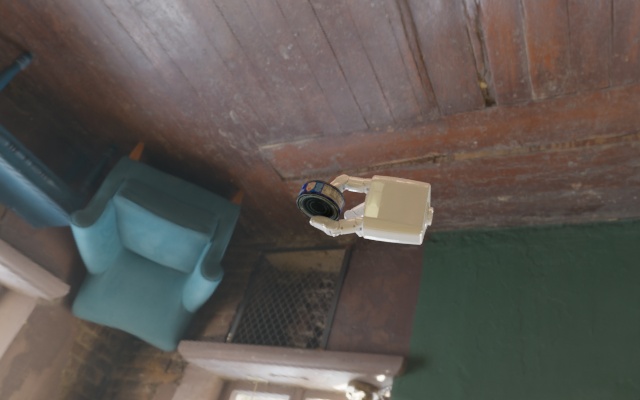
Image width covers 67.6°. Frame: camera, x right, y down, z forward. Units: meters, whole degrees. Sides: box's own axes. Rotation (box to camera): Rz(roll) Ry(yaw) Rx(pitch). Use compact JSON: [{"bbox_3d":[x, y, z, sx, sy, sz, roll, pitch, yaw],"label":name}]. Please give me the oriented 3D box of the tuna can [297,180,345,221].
[{"bbox_3d":[0.000,0.003,0.881,0.086,0.033,0.086,16,-35,12],"label":"tuna can"}]
